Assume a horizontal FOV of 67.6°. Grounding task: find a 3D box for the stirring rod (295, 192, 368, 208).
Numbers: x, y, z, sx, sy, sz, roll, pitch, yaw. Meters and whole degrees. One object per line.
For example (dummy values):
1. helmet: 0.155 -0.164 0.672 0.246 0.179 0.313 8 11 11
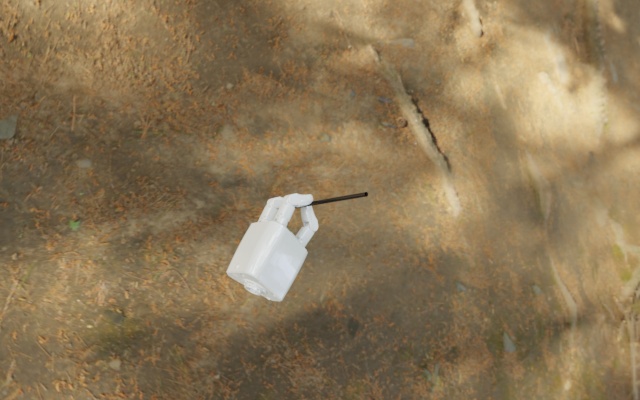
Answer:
1. stirring rod: 0.000 0.003 0.874 0.011 0.011 0.239 0 -6 -39
